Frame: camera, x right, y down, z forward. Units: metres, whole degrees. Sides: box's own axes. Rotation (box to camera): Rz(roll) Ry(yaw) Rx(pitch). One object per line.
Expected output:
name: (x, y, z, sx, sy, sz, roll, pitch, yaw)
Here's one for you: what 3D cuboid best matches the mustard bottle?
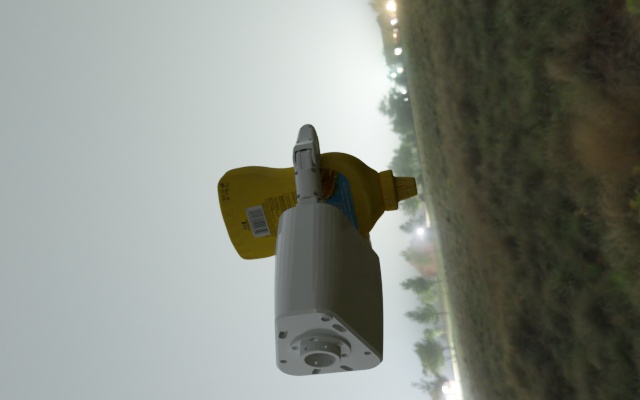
mustard bottle: (0.000, 0.001, 0.480, 0.191, 0.096, 0.058, -9, 21, 11)
